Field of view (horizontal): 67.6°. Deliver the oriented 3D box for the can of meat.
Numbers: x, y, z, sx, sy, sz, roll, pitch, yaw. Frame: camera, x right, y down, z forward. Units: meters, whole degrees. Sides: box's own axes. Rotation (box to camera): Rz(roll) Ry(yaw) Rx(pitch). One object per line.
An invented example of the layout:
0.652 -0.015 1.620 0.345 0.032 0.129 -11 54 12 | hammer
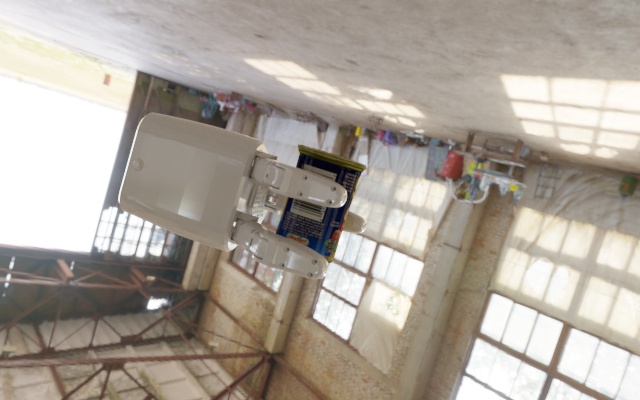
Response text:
0.000 0.002 0.414 0.057 0.084 0.102 18 4 4 | can of meat
